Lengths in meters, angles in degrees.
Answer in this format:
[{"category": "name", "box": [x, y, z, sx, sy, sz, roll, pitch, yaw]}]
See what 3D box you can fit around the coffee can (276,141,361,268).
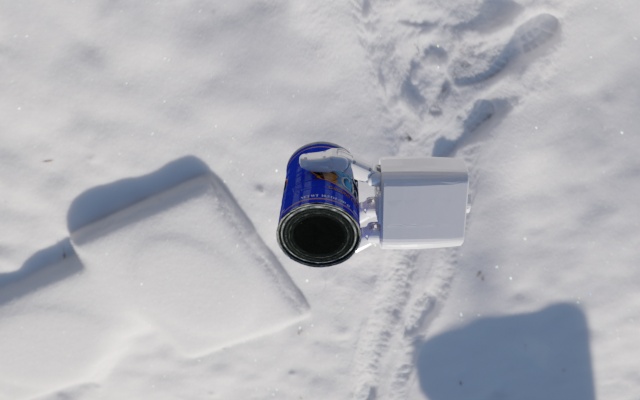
[{"category": "coffee can", "box": [0.000, 0.002, 0.623, 0.103, 0.103, 0.140, 0, 37, 3]}]
